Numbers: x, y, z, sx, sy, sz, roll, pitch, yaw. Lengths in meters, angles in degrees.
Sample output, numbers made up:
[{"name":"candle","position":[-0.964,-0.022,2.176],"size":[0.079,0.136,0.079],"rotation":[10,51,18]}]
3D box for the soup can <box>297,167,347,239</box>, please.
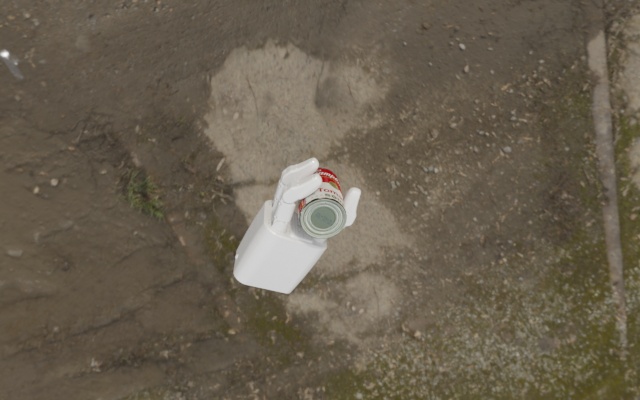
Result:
[{"name":"soup can","position":[0.000,0.002,0.703],"size":[0.068,0.068,0.102],"rotation":[0,28,-5]}]
